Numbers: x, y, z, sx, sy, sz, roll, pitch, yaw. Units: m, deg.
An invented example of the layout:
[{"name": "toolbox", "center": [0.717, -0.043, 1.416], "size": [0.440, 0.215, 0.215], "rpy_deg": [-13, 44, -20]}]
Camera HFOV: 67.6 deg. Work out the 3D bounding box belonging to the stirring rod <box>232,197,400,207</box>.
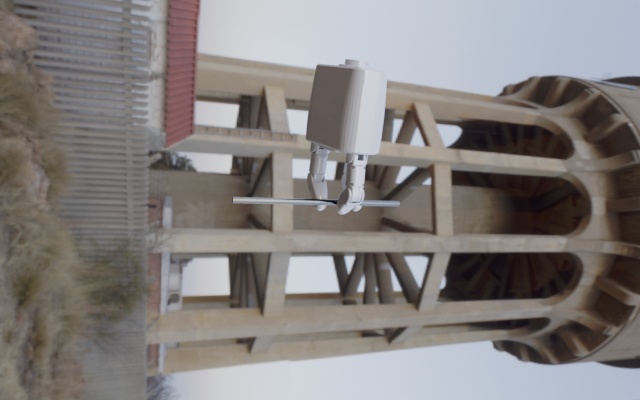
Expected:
[{"name": "stirring rod", "center": [0.000, 0.002, 0.657], "size": [0.239, 0.011, 0.011], "rpy_deg": [1, -1, -19]}]
